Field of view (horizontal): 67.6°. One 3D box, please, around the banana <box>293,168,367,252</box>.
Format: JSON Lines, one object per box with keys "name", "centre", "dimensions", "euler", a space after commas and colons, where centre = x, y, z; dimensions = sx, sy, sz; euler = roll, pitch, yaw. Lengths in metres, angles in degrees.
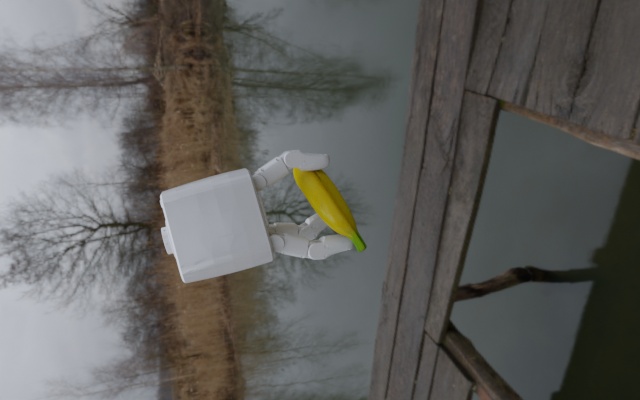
{"name": "banana", "centre": [-0.003, -0.010, 0.610], "dimensions": [0.037, 0.070, 0.197], "euler": [-25, 38, -8]}
